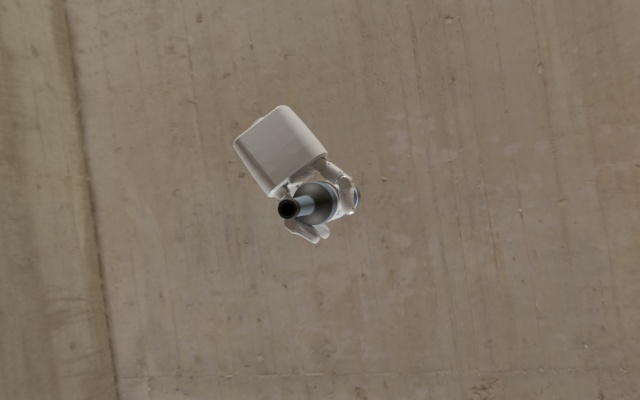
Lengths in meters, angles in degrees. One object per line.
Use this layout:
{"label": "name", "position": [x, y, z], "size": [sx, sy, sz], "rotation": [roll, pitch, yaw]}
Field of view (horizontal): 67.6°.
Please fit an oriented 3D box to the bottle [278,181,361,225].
{"label": "bottle", "position": [0.000, 0.003, 0.760], "size": [0.069, 0.069, 0.295], "rotation": [0, 3, 17]}
